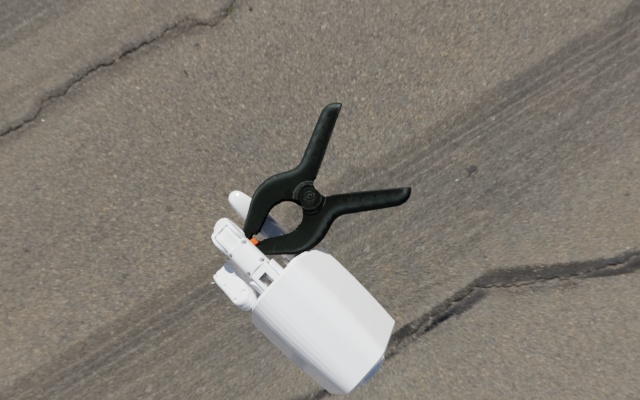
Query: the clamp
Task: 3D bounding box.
[{"bbox_3d":[0.000,0.001,0.458,0.120,0.171,0.039,42,-4,9],"label":"clamp"}]
